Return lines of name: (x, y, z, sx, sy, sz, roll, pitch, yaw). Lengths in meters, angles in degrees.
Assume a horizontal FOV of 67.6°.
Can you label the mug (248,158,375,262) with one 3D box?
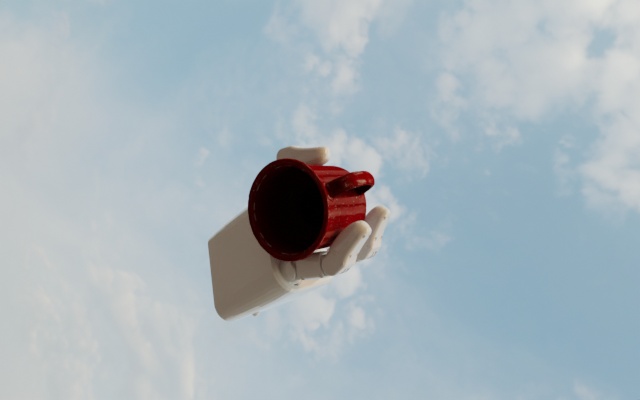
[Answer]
mug: (0.001, 0.001, 0.453, 0.117, 0.093, 0.081, -31, -15, 32)
